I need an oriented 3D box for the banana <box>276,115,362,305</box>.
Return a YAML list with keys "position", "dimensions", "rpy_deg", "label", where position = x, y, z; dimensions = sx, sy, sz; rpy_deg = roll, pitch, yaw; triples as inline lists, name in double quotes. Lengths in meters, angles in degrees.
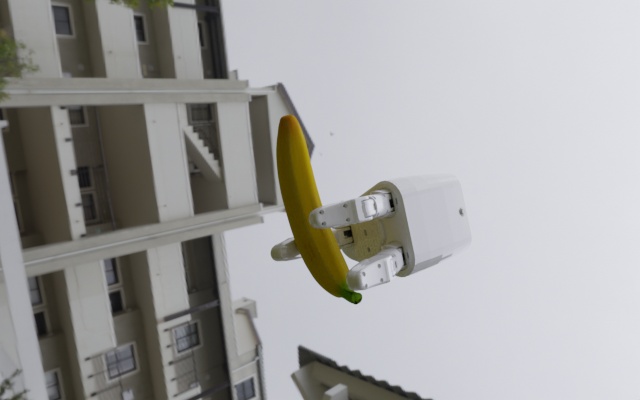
- position: [-0.007, 0.013, 0.470]
  dimensions: [0.037, 0.197, 0.070]
  rpy_deg: [-10, -21, -33]
  label: "banana"
